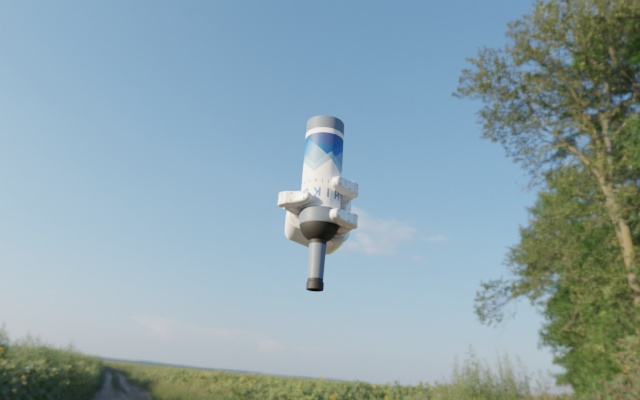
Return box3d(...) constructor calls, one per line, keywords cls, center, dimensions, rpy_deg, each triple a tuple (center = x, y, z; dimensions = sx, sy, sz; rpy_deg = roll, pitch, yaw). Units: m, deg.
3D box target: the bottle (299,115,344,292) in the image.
box3d(cls="bottle", center=(0.000, 0.002, 0.795), dimensions=(0.069, 0.295, 0.069), rpy_deg=(3, -21, 1))
